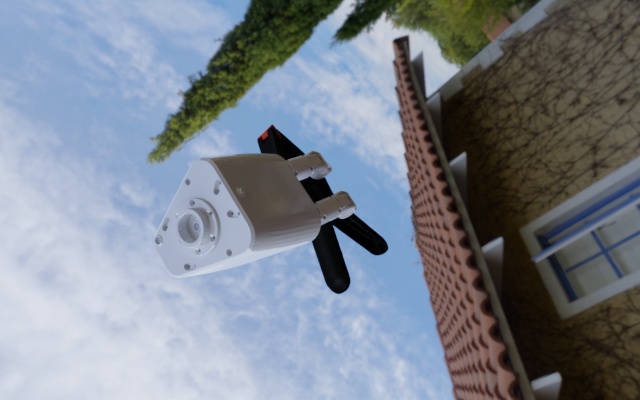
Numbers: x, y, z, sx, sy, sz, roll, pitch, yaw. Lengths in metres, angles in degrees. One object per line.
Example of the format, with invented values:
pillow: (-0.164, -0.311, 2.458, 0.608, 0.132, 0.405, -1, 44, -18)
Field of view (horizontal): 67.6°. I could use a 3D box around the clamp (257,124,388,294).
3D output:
clamp: (-0.001, 0.002, 0.563, 0.036, 0.210, 0.164, -39, -14, 22)
